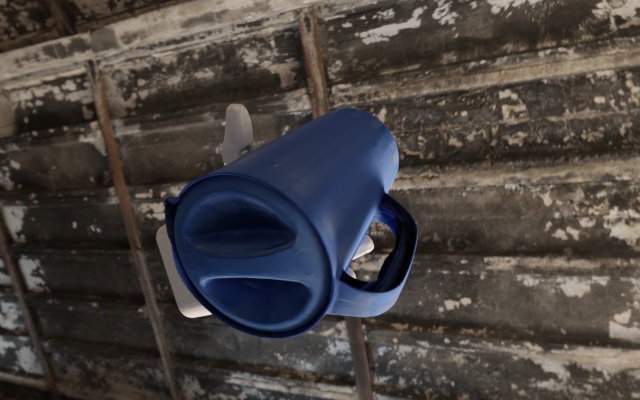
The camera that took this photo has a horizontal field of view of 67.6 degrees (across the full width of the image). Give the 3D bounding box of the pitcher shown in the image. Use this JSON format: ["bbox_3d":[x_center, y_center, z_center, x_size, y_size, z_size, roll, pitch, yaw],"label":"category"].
[{"bbox_3d":[0.000,0.001,0.426,0.145,0.149,0.242,-24,12,32],"label":"pitcher"}]
